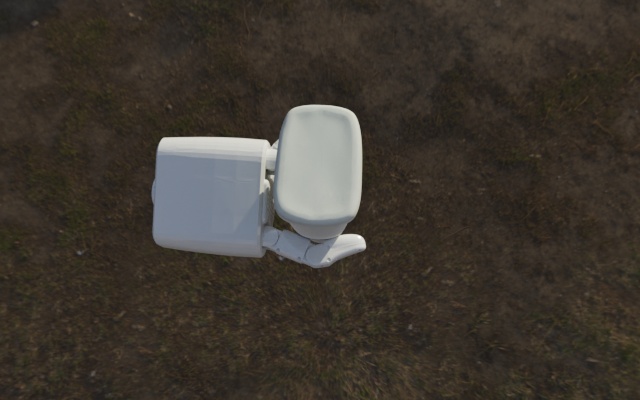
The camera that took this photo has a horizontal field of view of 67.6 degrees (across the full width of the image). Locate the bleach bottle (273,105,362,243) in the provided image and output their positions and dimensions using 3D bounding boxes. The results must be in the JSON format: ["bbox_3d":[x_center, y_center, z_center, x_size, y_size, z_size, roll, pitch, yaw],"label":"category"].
[{"bbox_3d":[0.000,0.001,0.483,0.068,0.102,0.251,3,-15,2],"label":"bleach bottle"}]
